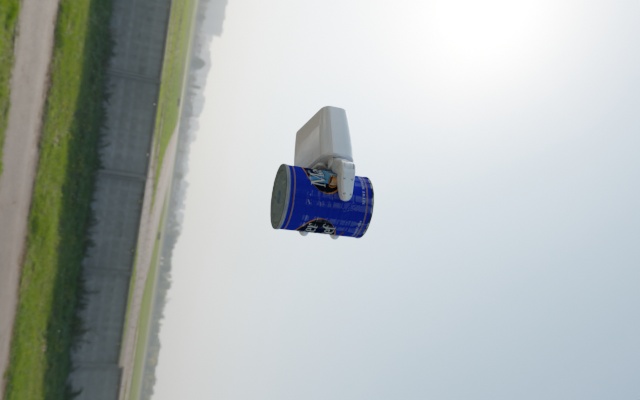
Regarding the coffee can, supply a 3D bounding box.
[{"bbox_3d":[0.000,0.003,0.755,0.140,0.103,0.103,8,-2,-17],"label":"coffee can"}]
